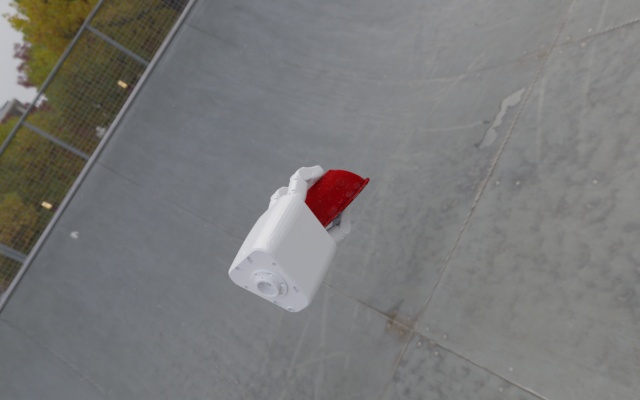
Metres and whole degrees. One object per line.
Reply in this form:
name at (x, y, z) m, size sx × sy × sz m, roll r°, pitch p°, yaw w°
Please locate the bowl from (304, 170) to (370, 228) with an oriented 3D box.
bowl at (0.000, 0.002, 0.743) m, size 0.162 × 0.055 × 0.162 m, roll -43°, pitch 2°, yaw 2°
